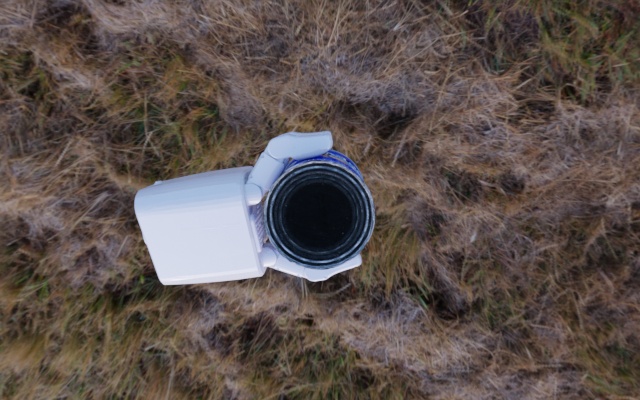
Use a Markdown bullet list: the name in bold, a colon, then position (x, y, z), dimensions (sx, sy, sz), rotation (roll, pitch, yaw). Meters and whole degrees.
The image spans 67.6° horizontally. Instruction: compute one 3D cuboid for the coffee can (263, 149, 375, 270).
- **coffee can**: position (0.000, 0.002, 0.501), dimensions (0.103, 0.103, 0.140), rotation (0, 10, 1)
